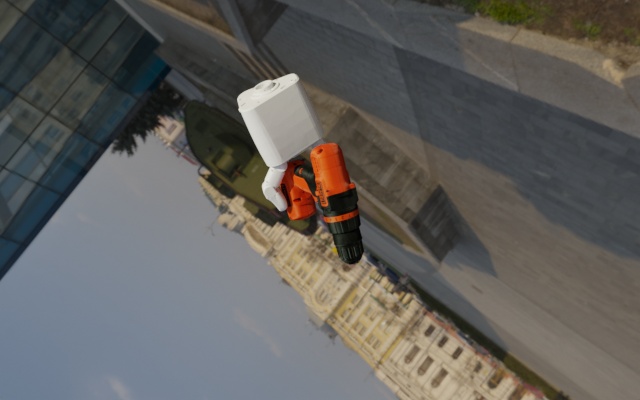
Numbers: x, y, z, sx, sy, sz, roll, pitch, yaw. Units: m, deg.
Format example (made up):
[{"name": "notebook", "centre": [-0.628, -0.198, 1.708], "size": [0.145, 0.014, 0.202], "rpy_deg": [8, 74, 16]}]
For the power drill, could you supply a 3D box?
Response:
[{"name": "power drill", "centre": [0.000, 0.002, 0.765], "size": [0.057, 0.184, 0.187], "rpy_deg": [-17, 11, -25]}]
